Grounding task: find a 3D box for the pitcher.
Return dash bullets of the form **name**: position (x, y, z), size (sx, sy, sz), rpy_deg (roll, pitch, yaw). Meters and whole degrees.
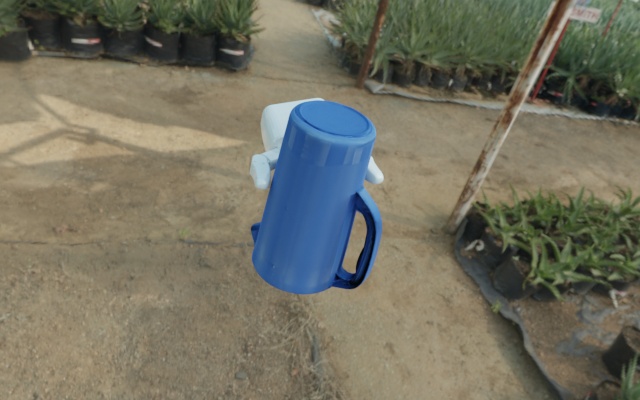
- **pitcher**: position (0.000, 0.002, 0.634), size (0.149, 0.243, 0.145), rpy_deg (3, 36, -18)
